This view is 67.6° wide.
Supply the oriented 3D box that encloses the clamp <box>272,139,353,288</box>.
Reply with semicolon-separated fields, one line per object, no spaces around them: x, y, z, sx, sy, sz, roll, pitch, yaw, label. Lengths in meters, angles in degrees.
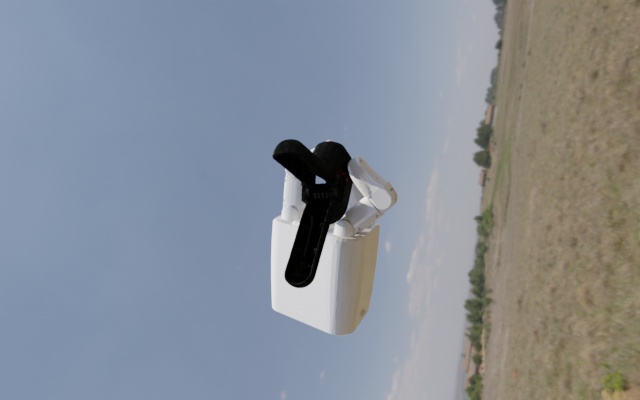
0.000;0.001;0.434;0.039;0.120;0.171;9;13;19;clamp
